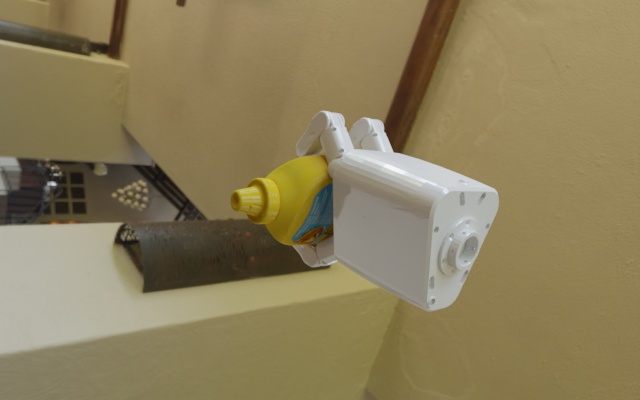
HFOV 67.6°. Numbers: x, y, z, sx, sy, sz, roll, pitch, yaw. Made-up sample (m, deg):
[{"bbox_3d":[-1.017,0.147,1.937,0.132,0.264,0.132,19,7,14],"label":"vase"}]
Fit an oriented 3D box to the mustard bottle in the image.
[{"bbox_3d":[0.000,0.001,0.468,0.191,0.096,0.058,0,42,-41],"label":"mustard bottle"}]
